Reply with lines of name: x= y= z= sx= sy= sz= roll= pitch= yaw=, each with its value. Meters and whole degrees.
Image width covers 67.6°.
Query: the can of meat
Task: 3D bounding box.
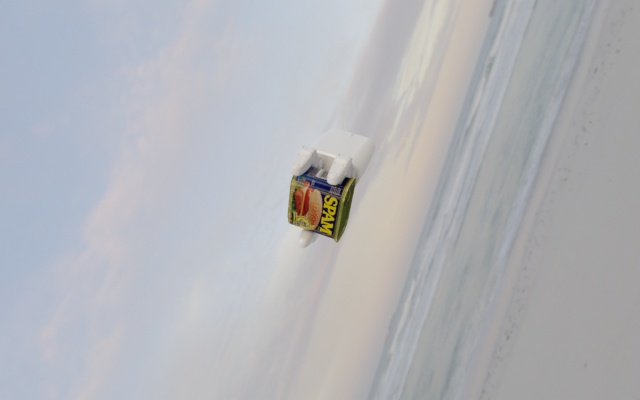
can of meat: x=0.000 y=0.002 z=0.713 sx=0.084 sy=0.102 sz=0.057 roll=18 pitch=38 yaw=13
